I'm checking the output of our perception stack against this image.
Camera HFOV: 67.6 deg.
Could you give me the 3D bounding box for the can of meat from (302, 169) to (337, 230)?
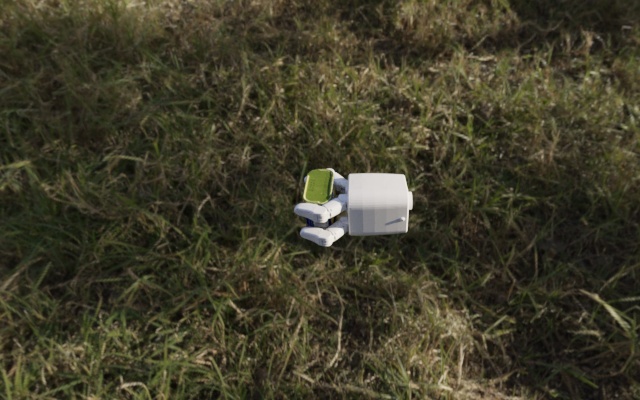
[{"bbox_3d":[0.000,0.003,0.889,0.057,0.084,0.102,1,42,7],"label":"can of meat"}]
